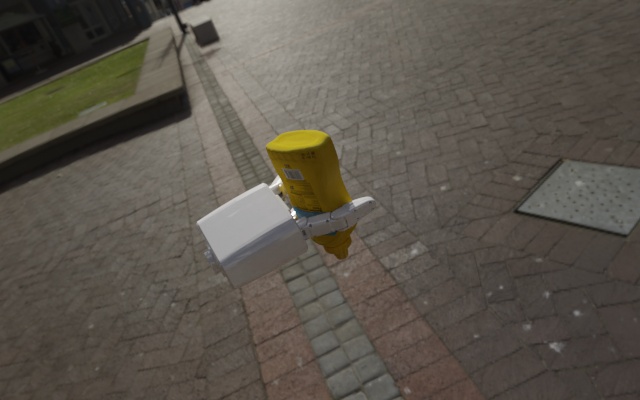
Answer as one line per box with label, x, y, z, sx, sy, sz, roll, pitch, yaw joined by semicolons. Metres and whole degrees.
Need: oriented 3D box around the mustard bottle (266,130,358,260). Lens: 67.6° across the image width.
mustard bottle;0.000;0.002;0.637;0.096;0.192;0.058;7;40;42
